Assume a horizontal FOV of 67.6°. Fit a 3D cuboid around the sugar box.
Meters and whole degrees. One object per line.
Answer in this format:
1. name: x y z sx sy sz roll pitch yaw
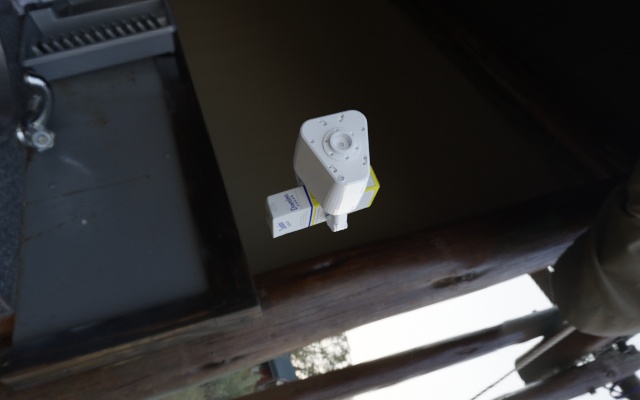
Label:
1. sugar box: 0.000 0.002 0.772 0.176 0.048 0.093 -15 -21 -12
